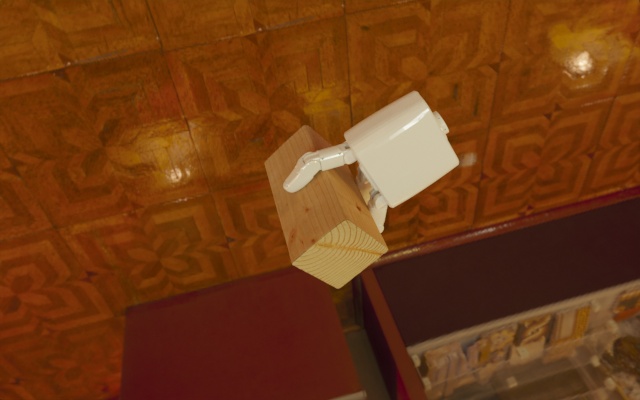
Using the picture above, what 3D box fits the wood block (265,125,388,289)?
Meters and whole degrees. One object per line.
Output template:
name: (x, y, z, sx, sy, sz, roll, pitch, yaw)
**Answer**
wood block: (0.000, 0.002, 0.650, 0.090, 0.206, 0.091, -41, -50, 17)
